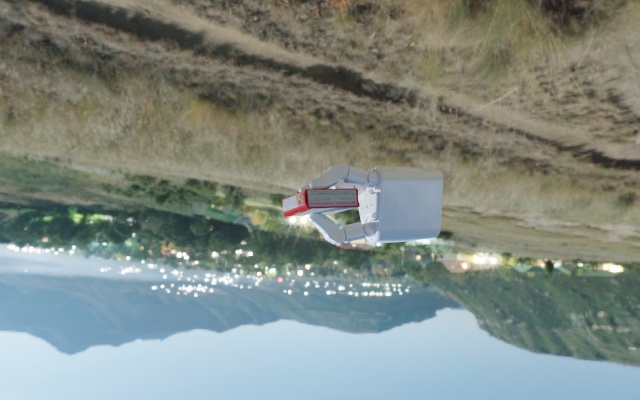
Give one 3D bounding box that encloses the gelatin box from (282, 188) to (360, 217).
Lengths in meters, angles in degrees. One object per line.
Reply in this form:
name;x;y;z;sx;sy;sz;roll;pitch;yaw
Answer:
gelatin box;0.000;0.003;0.689;0.089;0.030;0.073;-3;-9;-31
